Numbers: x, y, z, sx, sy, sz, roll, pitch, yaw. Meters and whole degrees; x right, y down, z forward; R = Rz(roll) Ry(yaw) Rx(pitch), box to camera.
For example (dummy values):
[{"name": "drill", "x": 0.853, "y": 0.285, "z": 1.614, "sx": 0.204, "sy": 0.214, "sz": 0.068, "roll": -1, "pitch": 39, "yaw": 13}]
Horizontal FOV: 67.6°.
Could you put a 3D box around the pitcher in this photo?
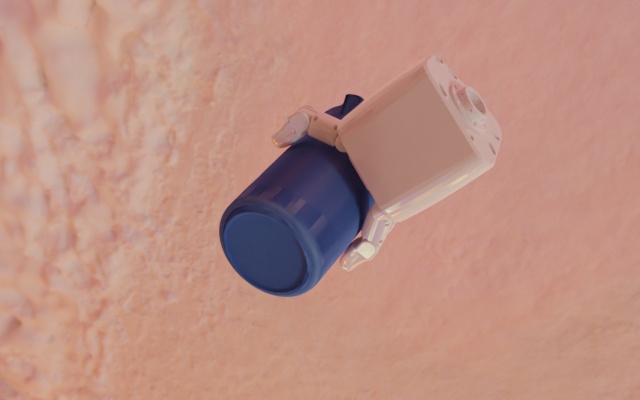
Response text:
[{"name": "pitcher", "x": 0.000, "y": 0.002, "z": 0.526, "sx": 0.145, "sy": 0.149, "sz": 0.242, "roll": -34, "pitch": 9, "yaw": 38}]
